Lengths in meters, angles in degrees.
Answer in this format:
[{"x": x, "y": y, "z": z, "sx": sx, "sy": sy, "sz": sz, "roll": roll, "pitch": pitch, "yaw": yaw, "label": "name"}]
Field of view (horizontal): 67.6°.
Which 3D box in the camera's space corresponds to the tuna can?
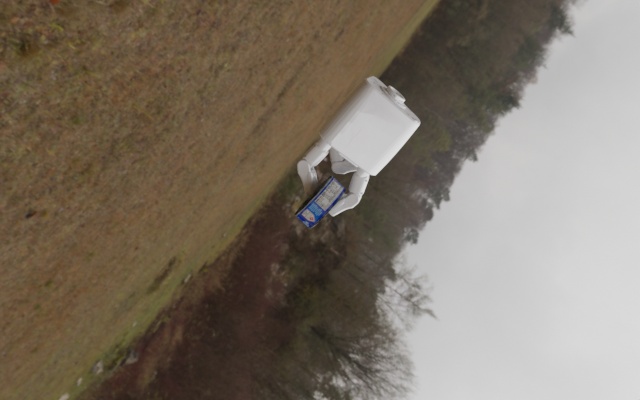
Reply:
[{"x": 0.000, "y": 0.003, "z": 0.751, "sx": 0.034, "sy": 0.086, "sz": 0.086, "roll": 43, "pitch": -4, "yaw": -4, "label": "tuna can"}]
